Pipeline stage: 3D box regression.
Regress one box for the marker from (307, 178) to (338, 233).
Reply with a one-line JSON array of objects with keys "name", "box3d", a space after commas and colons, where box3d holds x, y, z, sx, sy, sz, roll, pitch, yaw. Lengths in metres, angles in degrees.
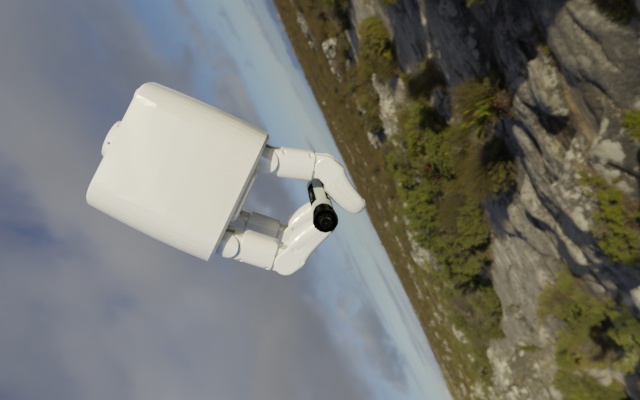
[{"name": "marker", "box3d": [0.000, 0.001, 0.402, 0.020, 0.020, 0.121, 0, 14, -4]}]
